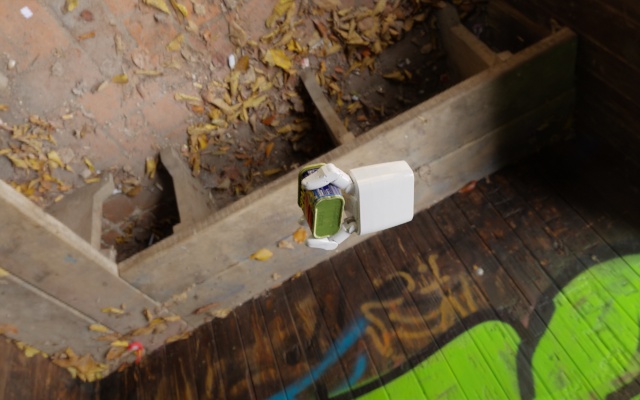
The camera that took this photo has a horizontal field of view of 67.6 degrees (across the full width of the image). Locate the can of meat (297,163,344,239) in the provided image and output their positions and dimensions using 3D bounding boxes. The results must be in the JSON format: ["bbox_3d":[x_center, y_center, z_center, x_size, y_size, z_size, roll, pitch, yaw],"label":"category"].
[{"bbox_3d":[0.000,0.003,0.815,0.057,0.102,0.084,-11,46,-16],"label":"can of meat"}]
